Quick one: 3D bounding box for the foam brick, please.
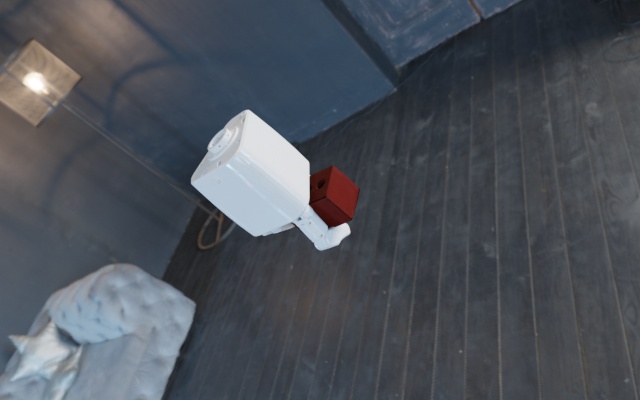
[{"bbox_3d":[0.000,0.002,0.593,0.078,0.053,0.051,-24,-53,37],"label":"foam brick"}]
